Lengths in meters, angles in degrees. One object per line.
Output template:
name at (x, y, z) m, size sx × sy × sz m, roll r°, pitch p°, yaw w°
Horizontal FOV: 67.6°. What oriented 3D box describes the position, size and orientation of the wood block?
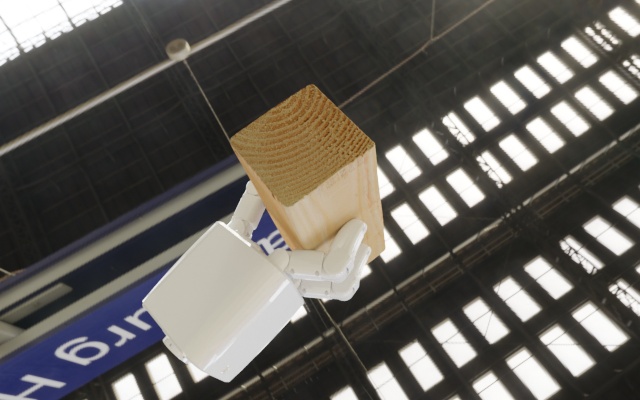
wood block at (0.000, 0.002, 0.471) m, size 0.090 × 0.090 × 0.206 m, roll -36°, pitch -28°, yaw -10°
